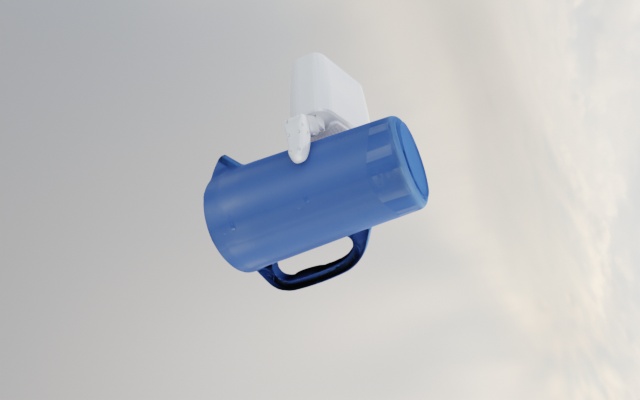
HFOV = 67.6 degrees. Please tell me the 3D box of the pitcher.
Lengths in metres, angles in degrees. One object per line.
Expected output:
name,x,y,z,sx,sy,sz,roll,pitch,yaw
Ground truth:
pitcher,0.000,0.002,0.563,0.243,0.145,0.149,-19,-36,22
